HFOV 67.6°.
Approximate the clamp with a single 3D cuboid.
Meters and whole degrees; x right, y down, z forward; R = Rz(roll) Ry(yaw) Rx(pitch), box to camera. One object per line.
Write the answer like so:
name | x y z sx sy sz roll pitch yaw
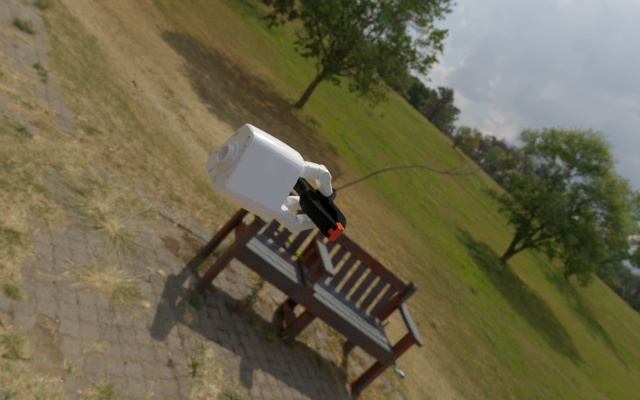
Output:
clamp | 0.001 0.002 0.838 0.164 0.036 0.209 27 19 -40
